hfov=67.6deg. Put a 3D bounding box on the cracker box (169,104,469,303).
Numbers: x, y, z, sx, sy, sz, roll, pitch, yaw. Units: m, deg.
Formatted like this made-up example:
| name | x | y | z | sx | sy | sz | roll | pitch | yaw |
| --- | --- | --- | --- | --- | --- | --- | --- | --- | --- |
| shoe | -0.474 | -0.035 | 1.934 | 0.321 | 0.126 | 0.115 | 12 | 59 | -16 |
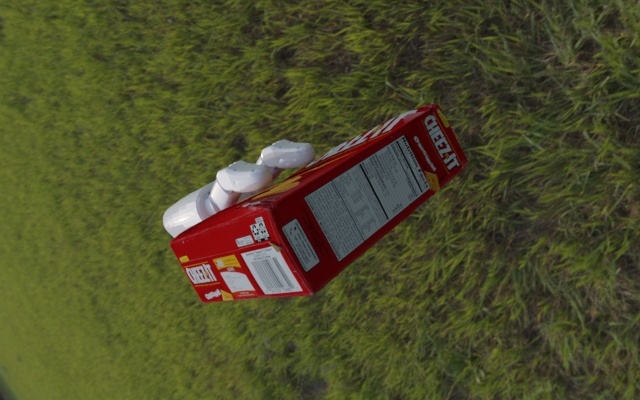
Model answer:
| name | x | y | z | sx | sy | sz | roll | pitch | yaw |
| --- | --- | --- | --- | --- | --- | --- | --- | --- | --- |
| cracker box | 0.000 | 0.002 | 0.416 | 0.213 | 0.072 | 0.164 | -34 | 10 | -38 |
